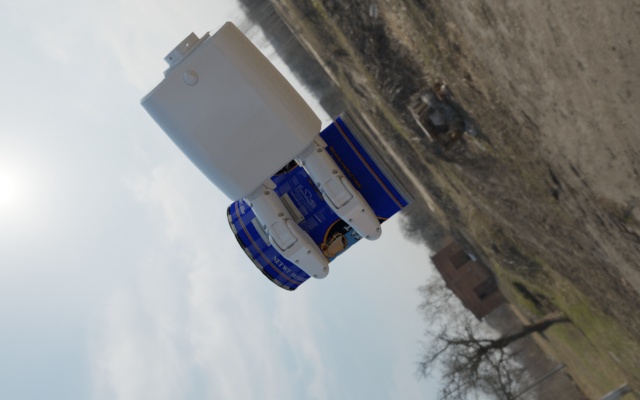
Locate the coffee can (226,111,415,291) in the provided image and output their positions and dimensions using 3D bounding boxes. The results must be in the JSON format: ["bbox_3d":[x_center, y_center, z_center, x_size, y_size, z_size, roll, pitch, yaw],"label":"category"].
[{"bbox_3d":[0.000,0.001,0.442,0.140,0.103,0.103,-38,-7,9],"label":"coffee can"}]
